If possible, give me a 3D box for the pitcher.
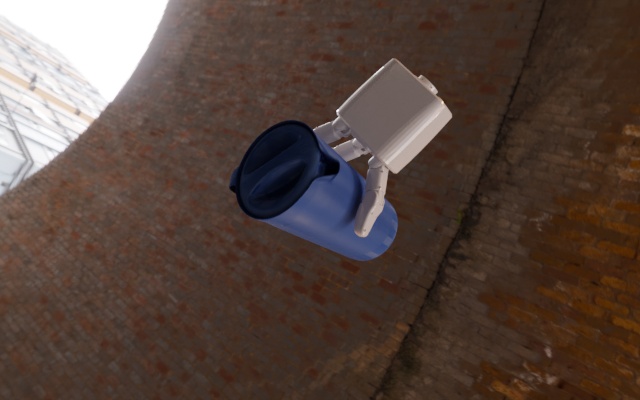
[{"bbox_3d":[0.000,0.002,0.673,0.243,0.145,0.149,33,14,-48],"label":"pitcher"}]
